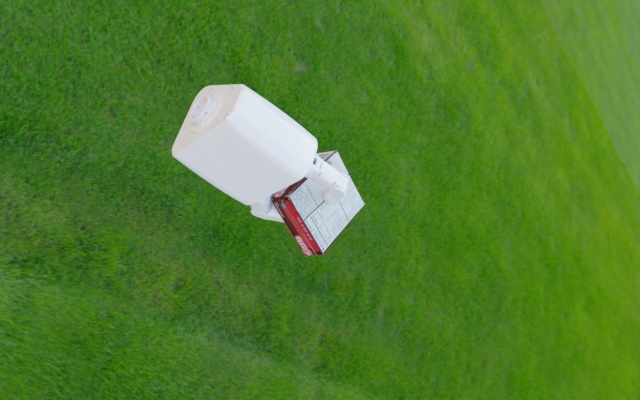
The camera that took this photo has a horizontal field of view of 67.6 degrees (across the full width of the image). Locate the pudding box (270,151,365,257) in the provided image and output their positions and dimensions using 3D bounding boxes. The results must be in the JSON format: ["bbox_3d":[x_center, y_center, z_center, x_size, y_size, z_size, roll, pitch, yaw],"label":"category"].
[{"bbox_3d":[0.000,0.002,0.605,0.039,0.090,0.113,-6,30,46],"label":"pudding box"}]
